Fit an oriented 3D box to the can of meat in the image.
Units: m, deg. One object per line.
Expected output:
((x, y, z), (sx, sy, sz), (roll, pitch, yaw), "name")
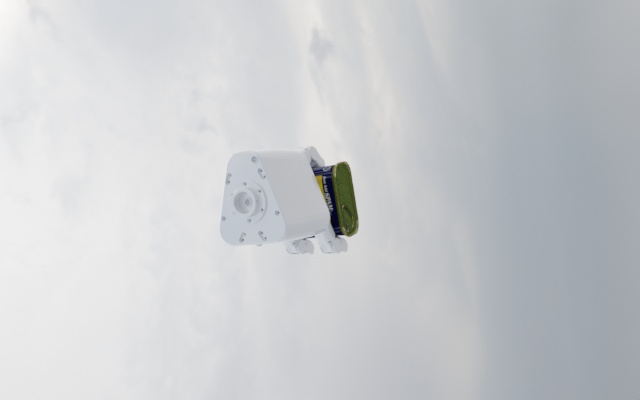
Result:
((0.000, 0.002, 0.664), (0.084, 0.102, 0.057), (-7, 6, 25), "can of meat")
